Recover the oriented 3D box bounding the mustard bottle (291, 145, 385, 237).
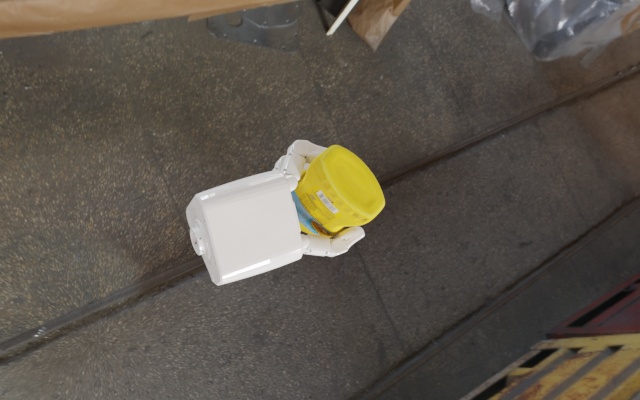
[{"bbox_3d":[0.000,0.002,0.623,0.058,0.096,0.192,-44,6,-28],"label":"mustard bottle"}]
